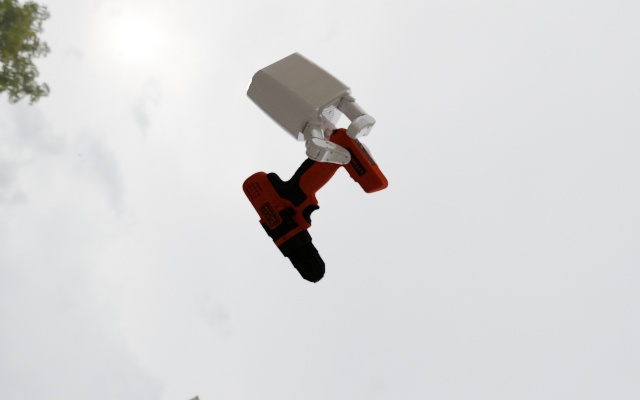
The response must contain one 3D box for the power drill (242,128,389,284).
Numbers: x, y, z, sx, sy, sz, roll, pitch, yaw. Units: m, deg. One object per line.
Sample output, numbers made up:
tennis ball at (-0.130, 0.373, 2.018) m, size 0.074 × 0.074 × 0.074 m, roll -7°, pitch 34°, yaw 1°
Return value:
power drill at (0.000, 0.002, 0.679) m, size 0.188 × 0.184 × 0.057 m, roll -36°, pitch -3°, yaw 15°
